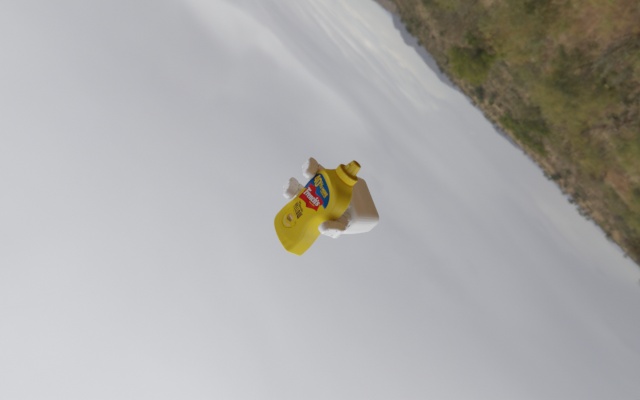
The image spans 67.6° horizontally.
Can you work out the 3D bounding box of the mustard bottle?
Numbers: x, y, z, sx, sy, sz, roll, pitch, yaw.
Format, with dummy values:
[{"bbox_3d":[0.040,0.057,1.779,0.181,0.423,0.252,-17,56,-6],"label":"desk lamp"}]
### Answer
[{"bbox_3d":[0.000,0.003,0.830,0.058,0.192,0.096,27,28,-38],"label":"mustard bottle"}]
